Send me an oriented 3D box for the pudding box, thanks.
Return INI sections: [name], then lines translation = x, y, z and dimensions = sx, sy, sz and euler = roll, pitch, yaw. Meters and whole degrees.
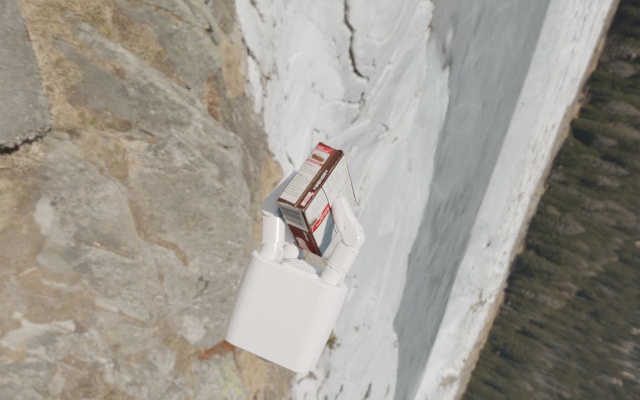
[pudding box]
translation = 0.000, 0.002, 0.561
dimensions = 0.039, 0.090, 0.114
euler = 23, -25, 23
